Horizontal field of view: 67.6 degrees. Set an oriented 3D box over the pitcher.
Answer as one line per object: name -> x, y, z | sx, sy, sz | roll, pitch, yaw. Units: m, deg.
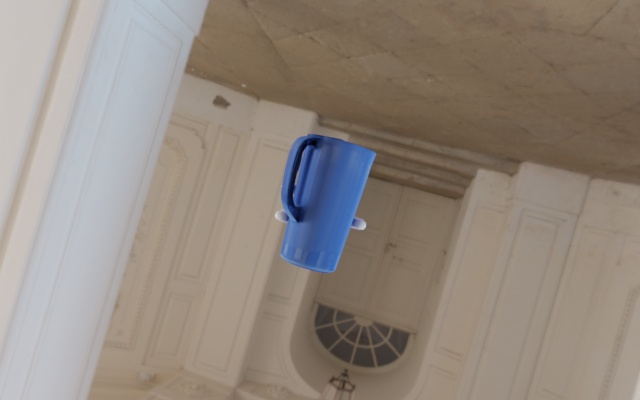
pitcher -> 0.000, 0.003, 0.884 | 0.149, 0.243, 0.145 | 16, 0, 1
